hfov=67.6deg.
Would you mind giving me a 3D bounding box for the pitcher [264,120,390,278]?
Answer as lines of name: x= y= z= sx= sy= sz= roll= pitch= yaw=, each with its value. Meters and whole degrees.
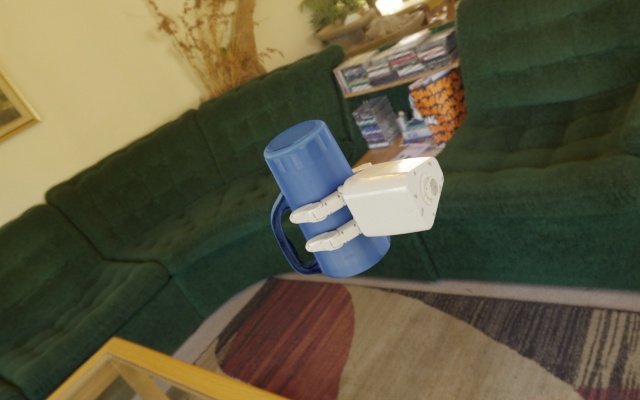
pitcher: x=0.000 y=0.002 z=0.778 sx=0.145 sy=0.243 sz=0.149 roll=-7 pitch=31 yaw=41
